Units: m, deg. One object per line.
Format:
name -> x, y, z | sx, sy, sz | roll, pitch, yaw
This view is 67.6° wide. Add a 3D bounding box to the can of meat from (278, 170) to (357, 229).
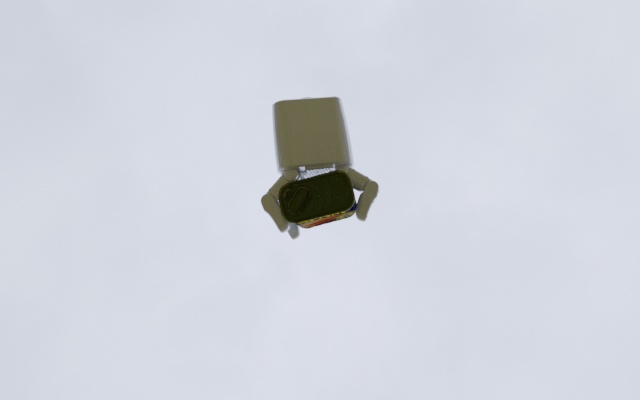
can of meat -> 0.000, 0.002, 0.677 | 0.102, 0.057, 0.084 | -15, -12, 6
